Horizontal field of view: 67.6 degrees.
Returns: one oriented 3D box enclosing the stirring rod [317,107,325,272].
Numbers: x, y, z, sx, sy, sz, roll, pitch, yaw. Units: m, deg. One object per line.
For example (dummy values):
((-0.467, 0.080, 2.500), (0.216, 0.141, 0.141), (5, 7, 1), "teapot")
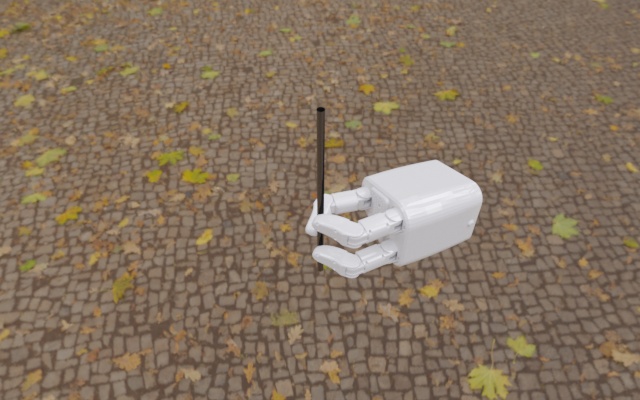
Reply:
((0.000, 0.002, 0.526), (0.011, 0.240, 0.011), (0, 44, 0), "stirring rod")
